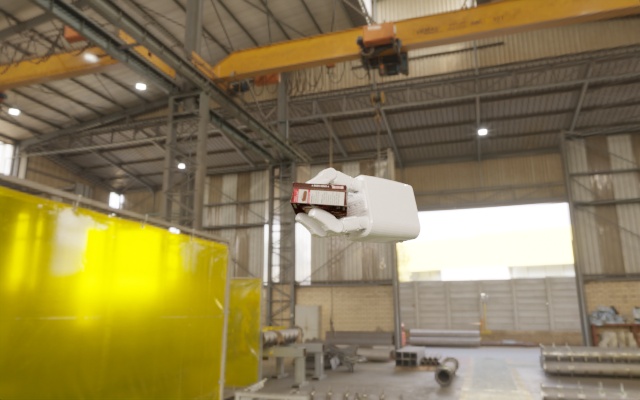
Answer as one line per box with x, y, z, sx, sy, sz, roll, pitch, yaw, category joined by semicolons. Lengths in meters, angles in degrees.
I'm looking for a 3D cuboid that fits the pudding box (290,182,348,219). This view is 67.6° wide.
0.000;0.002;0.792;0.090;0.039;0.113;3;-15;3;pudding box
